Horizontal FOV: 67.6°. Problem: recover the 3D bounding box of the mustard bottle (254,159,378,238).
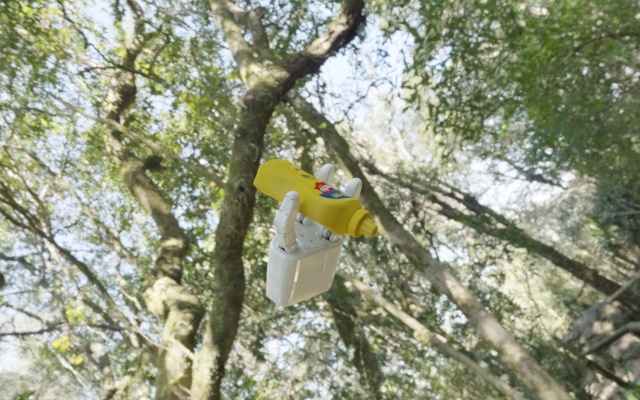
[{"bbox_3d":[0.000,0.002,0.700,0.191,0.058,0.096,30,13,26],"label":"mustard bottle"}]
